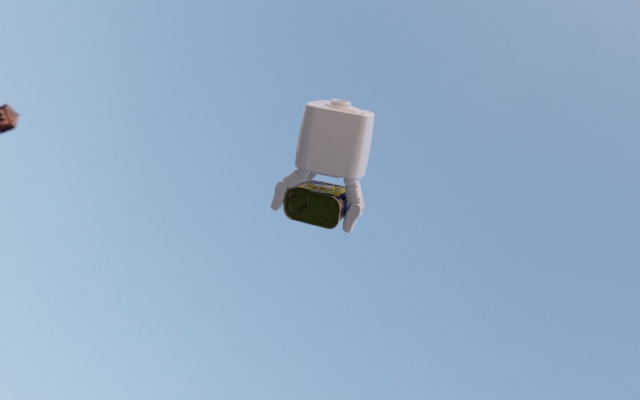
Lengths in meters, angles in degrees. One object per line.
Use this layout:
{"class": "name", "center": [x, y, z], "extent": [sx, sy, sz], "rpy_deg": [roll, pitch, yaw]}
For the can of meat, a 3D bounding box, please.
{"class": "can of meat", "center": [0.000, 0.003, 0.826], "extent": [0.102, 0.057, 0.084], "rpy_deg": [13, 20, 20]}
